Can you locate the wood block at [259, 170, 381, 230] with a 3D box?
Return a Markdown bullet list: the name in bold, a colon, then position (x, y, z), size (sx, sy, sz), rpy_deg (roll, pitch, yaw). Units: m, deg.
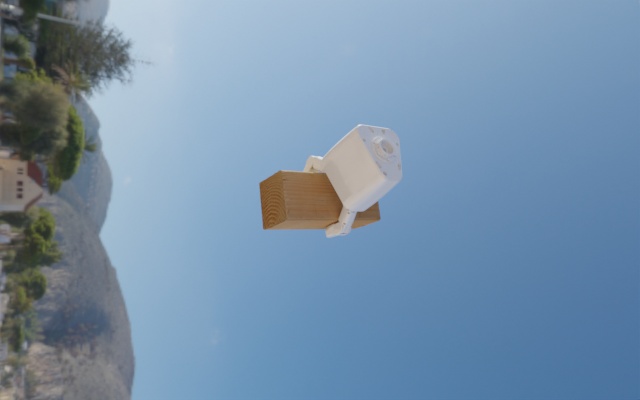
- **wood block**: position (0.001, 0.003, 0.888), size (0.206, 0.090, 0.090), rpy_deg (2, -15, -34)
